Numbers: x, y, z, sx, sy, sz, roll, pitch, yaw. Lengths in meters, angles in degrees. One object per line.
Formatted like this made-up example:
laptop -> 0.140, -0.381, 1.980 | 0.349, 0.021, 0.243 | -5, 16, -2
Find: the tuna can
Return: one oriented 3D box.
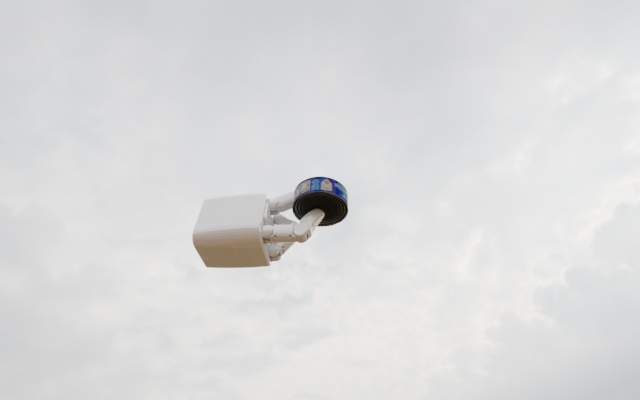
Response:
tuna can -> 0.000, 0.002, 0.738 | 0.086, 0.033, 0.086 | 2, -39, 1
